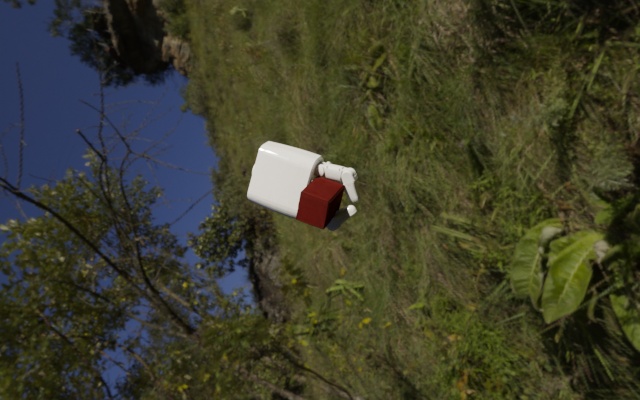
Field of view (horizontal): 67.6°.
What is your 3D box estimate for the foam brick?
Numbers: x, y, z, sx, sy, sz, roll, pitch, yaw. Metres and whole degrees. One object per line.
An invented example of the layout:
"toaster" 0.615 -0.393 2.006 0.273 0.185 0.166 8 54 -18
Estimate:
"foam brick" 0.000 0.003 0.784 0.051 0.053 0.078 20 28 13
